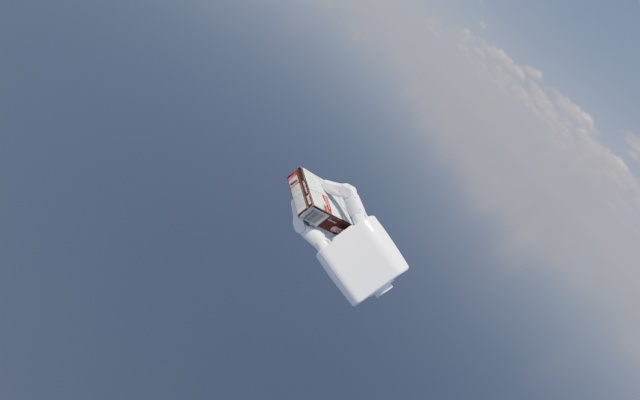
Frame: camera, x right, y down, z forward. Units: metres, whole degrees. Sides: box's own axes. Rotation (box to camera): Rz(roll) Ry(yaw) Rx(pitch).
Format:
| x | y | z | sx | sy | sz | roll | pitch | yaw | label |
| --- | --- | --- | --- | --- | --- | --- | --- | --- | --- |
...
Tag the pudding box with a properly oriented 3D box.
| x | y | z | sx | sy | sz | roll | pitch | yaw | label |
| --- | --- | --- | --- | --- | --- | --- | --- | --- | --- |
| 0.000 | 0.003 | 0.822 | 0.039 | 0.090 | 0.113 | -37 | -41 | 22 | pudding box |
